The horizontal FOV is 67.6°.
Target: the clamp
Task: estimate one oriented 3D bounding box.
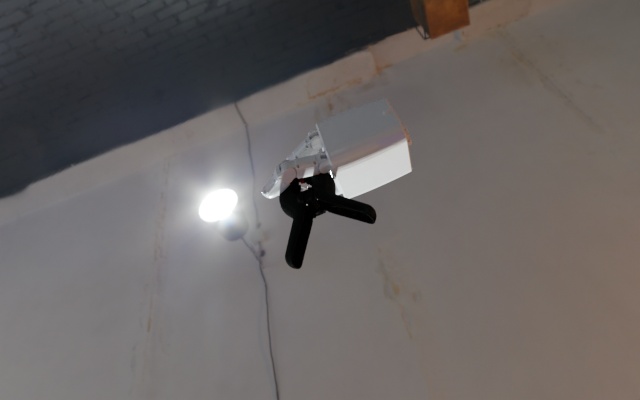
[{"bbox_3d":[0.000,0.002,0.614,0.120,0.039,0.171,-21,43,4],"label":"clamp"}]
